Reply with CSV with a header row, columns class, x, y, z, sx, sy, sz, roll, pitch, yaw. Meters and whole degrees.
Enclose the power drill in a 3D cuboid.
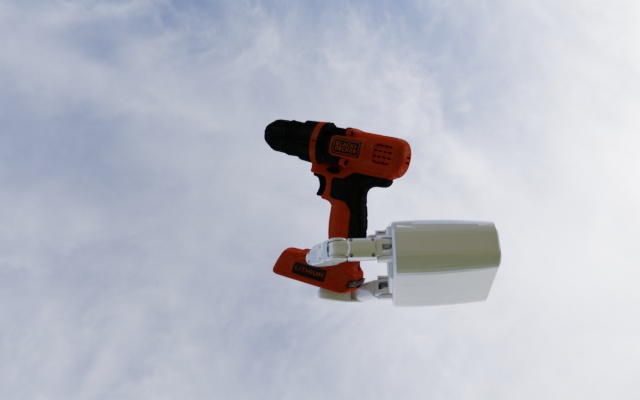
class,x,y,z,sx,sy,sz,roll,pitch,yaw
power drill,0.000,0.002,0.560,0.184,0.187,0.057,14,5,25
